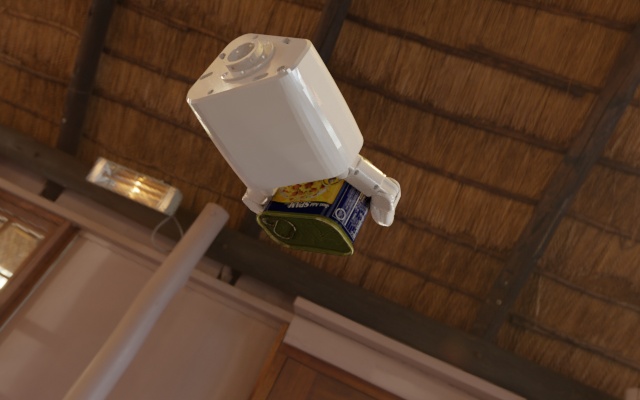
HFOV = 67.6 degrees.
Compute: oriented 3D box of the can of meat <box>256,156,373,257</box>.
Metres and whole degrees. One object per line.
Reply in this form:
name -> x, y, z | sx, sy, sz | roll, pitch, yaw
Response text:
can of meat -> 0.000, 0.001, 0.472 | 0.102, 0.084, 0.057 | 3, -38, 39
